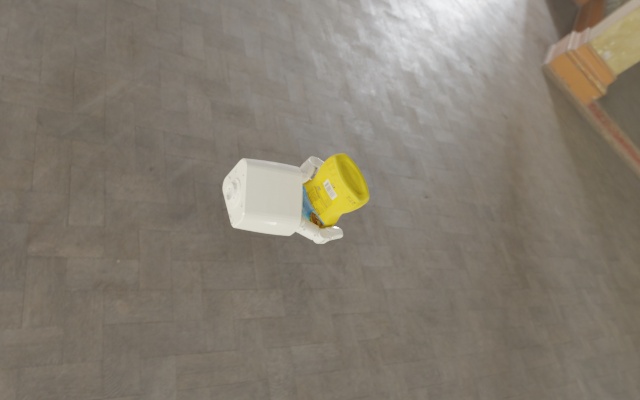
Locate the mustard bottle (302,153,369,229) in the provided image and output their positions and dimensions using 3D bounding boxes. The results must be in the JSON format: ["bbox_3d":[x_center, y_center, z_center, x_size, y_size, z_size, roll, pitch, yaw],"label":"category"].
[{"bbox_3d":[0.001,0.003,0.854,0.058,0.096,0.192,-20,-14,-43],"label":"mustard bottle"}]
